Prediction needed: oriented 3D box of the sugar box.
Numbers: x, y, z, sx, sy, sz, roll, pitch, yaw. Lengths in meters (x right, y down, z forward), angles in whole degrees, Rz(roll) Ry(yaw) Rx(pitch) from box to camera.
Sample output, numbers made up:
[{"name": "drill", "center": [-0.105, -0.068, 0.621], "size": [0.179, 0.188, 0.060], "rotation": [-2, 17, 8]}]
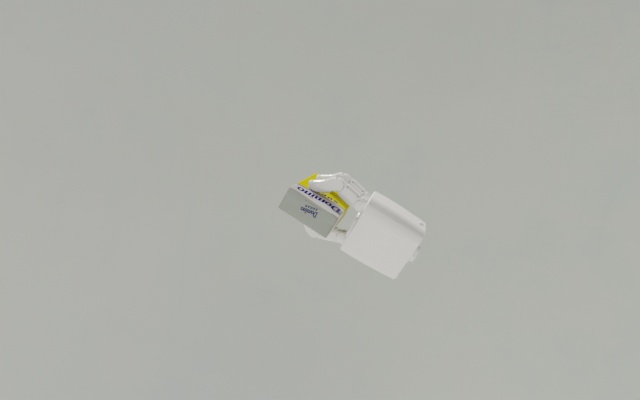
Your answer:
[{"name": "sugar box", "center": [0.001, 0.002, 0.821], "size": [0.093, 0.048, 0.176], "rotation": [33, 14, 5]}]
